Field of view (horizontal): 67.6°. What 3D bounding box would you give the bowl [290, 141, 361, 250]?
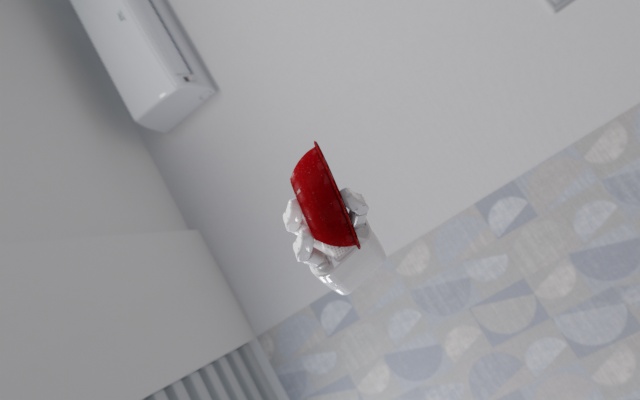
[{"bbox_3d":[-0.001,0.001,0.660,0.055,0.162,0.162,-22,0,0],"label":"bowl"}]
